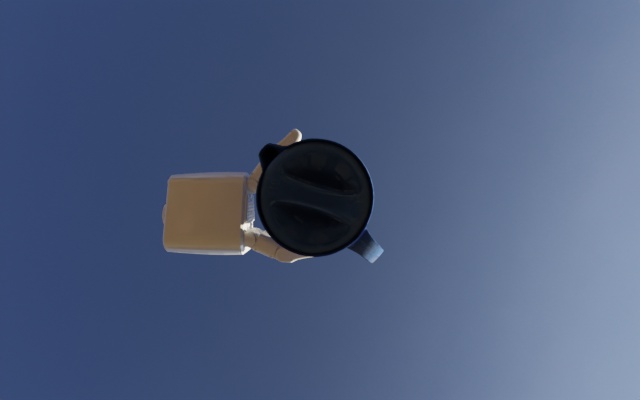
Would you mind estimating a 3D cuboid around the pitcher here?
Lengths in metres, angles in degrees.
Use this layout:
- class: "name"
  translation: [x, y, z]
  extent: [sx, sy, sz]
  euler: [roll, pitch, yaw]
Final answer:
- class: "pitcher"
  translation: [0.000, 0.002, 0.648]
  extent: [0.145, 0.149, 0.243]
  euler: [-3, 1, 0]
